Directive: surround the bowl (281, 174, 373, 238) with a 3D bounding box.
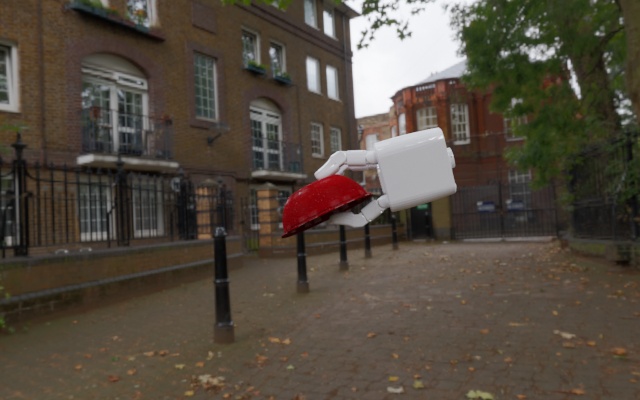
[{"bbox_3d":[-0.001,0.003,0.765,0.162,0.055,0.162,-26,-6,-3],"label":"bowl"}]
